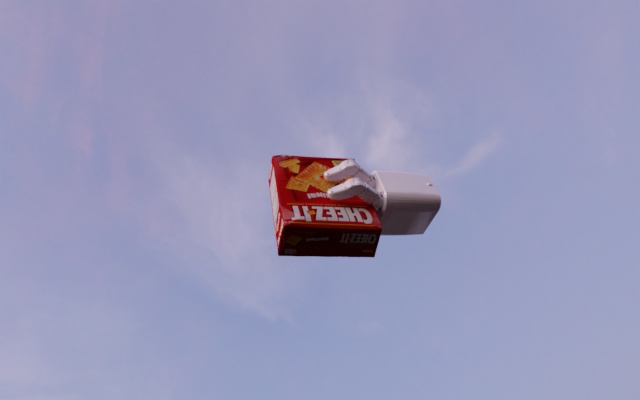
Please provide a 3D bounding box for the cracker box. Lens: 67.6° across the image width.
[{"bbox_3d":[0.000,0.003,0.837,0.164,0.072,0.213,2,36,-13],"label":"cracker box"}]
